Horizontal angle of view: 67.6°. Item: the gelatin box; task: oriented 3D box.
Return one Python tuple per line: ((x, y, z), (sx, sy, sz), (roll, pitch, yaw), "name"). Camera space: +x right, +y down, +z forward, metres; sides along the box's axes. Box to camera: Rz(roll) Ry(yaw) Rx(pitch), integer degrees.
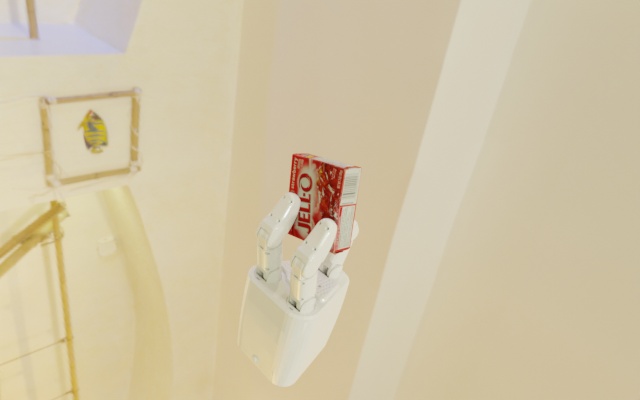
((0.000, 0.001, 0.491), (0.073, 0.089, 0.030), (20, 19, 40), "gelatin box")
